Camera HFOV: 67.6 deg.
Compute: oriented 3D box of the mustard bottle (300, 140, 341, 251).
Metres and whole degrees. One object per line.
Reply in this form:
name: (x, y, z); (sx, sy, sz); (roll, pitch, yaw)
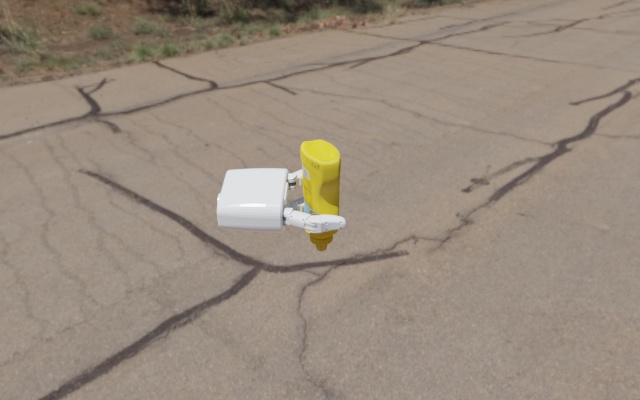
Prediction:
mustard bottle: (0.000, 0.002, 0.798); (0.058, 0.192, 0.096); (-11, 31, -18)
